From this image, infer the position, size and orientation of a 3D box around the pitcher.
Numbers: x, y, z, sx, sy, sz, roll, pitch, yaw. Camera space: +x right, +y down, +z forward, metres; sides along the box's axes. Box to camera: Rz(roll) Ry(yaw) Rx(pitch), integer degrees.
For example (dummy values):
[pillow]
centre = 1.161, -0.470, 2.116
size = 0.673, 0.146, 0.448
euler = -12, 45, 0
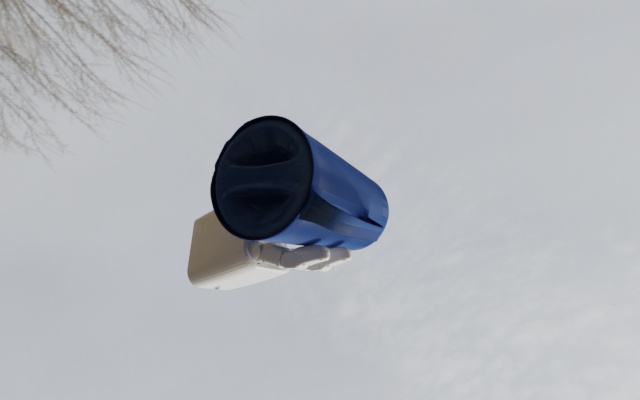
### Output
[pitcher]
centre = 0.000, 0.002, 0.584
size = 0.145, 0.149, 0.243
euler = -23, -22, 25
